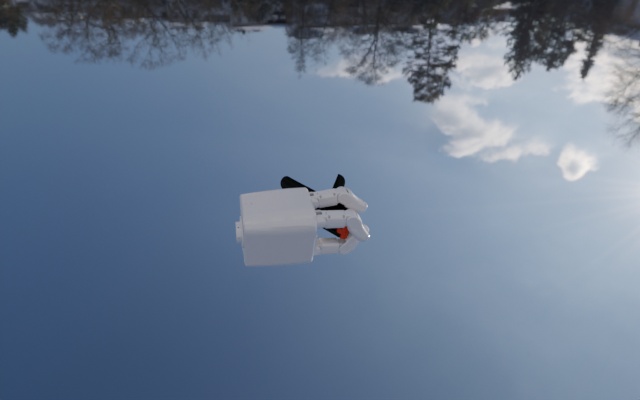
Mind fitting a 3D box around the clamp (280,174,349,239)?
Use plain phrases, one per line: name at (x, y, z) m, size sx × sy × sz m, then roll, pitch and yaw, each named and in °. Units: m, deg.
clamp at (0.000, 0.003, 0.802) m, size 0.120 × 0.039 × 0.171 m, roll -4°, pitch 31°, yaw -11°
